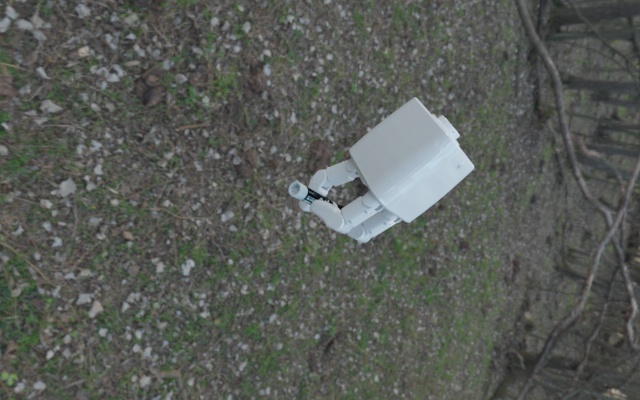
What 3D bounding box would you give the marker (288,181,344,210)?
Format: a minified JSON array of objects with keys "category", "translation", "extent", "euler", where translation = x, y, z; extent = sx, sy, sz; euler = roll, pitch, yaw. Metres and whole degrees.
[{"category":"marker","translation":[0.000,0.002,0.617],"extent":[0.020,0.020,0.121],"euler":[0,-16,32]}]
